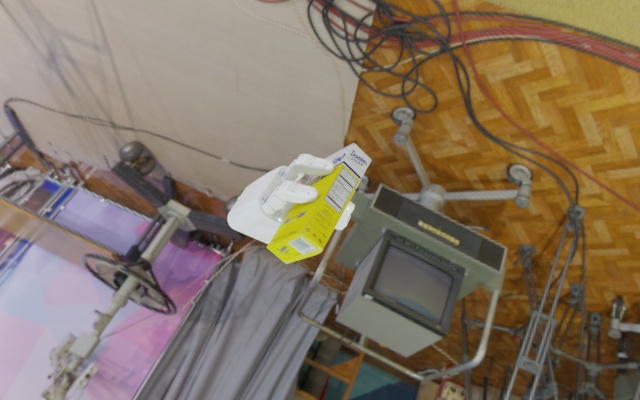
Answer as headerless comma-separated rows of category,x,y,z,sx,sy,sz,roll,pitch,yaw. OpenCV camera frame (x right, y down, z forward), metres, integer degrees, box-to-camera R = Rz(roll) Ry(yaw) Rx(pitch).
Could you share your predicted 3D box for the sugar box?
sugar box,0.000,0.002,0.680,0.048,0.176,0.093,40,-35,-19
